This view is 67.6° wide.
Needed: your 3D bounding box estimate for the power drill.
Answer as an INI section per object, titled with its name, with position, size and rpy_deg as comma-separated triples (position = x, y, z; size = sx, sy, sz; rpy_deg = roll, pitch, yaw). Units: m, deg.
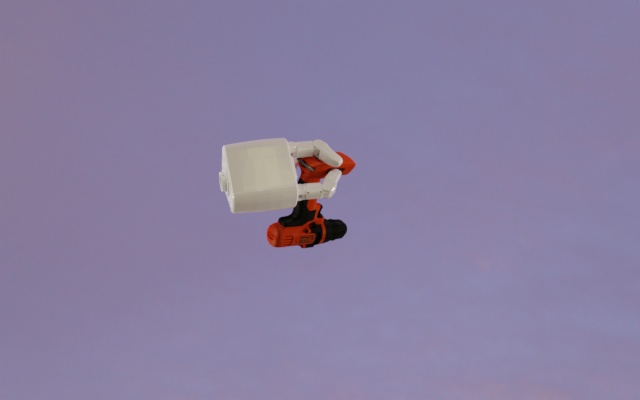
[power drill]
position = 0.000, 0.003, 0.890
size = 0.184, 0.188, 0.057
rpy_deg = -4, 31, -42
